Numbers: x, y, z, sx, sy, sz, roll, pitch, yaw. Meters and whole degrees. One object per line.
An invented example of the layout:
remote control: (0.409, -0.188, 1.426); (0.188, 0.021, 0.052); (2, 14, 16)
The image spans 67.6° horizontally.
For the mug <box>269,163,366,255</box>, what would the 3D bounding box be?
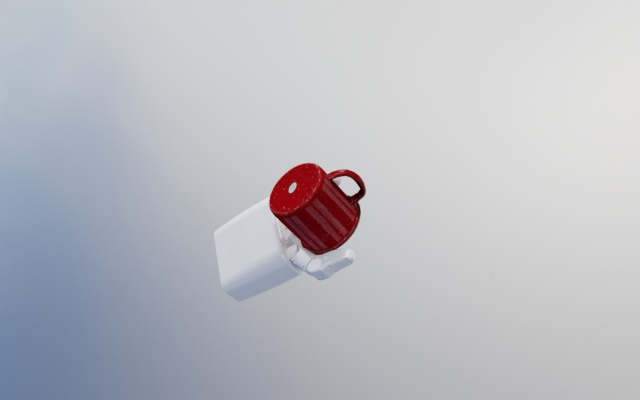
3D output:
mug: (0.001, 0.001, 0.589); (0.117, 0.093, 0.081); (-30, -51, 18)
